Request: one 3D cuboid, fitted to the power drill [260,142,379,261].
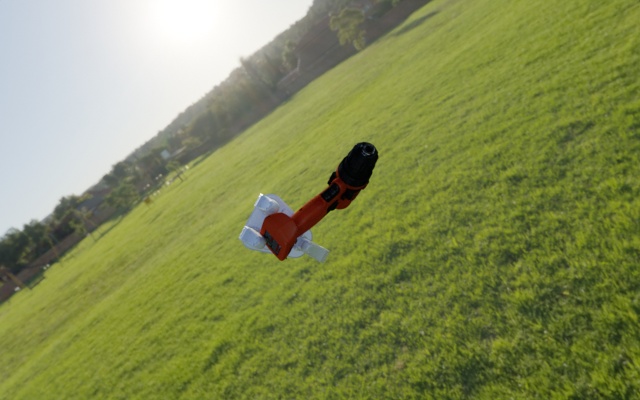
[{"bbox_3d":[0.000,0.003,0.717,0.187,0.057,0.184,-37,-12,-23],"label":"power drill"}]
